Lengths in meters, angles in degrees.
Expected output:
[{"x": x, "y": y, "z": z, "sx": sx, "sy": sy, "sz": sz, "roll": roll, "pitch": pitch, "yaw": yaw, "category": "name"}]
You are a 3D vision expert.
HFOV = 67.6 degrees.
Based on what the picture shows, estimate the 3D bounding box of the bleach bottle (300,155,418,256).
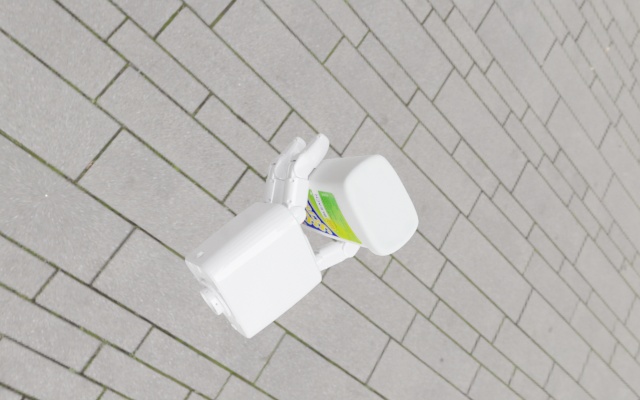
[{"x": 0.000, "y": 0.002, "z": 0.578, "sx": 0.068, "sy": 0.102, "sz": 0.251, "roll": -37, "pitch": 18, "yaw": -24, "category": "bleach bottle"}]
